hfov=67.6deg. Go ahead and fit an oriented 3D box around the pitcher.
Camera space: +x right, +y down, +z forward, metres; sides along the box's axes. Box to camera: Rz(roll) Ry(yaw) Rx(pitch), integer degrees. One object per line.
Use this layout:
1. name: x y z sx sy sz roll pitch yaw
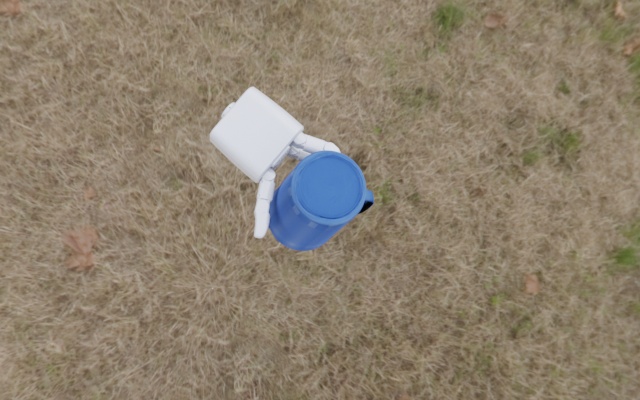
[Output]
1. pitcher: 0.000 0.002 0.767 0.145 0.149 0.243 42 -16 -2
